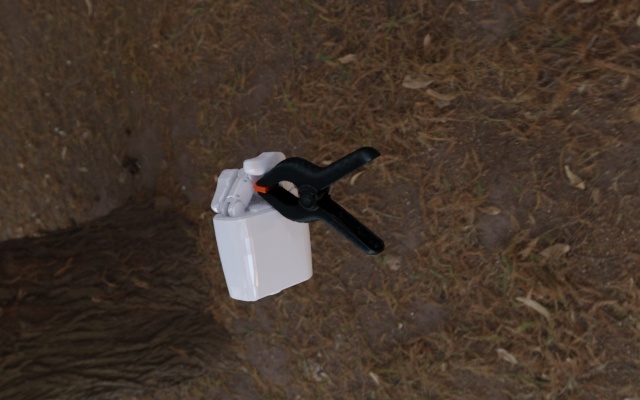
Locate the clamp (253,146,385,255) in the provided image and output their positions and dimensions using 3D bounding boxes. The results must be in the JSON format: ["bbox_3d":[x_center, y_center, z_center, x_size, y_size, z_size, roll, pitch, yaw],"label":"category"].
[{"bbox_3d":[0.000,0.002,0.538,0.171,0.120,0.039,2,17,39],"label":"clamp"}]
